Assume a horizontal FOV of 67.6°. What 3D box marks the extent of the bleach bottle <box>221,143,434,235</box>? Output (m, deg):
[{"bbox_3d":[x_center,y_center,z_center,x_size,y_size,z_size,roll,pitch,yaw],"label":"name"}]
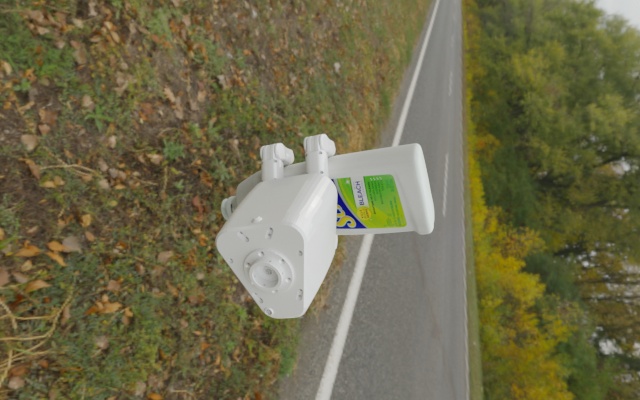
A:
[{"bbox_3d":[0.000,0.002,0.568,0.251,0.103,0.068,-9,23,20],"label":"bleach bottle"}]
